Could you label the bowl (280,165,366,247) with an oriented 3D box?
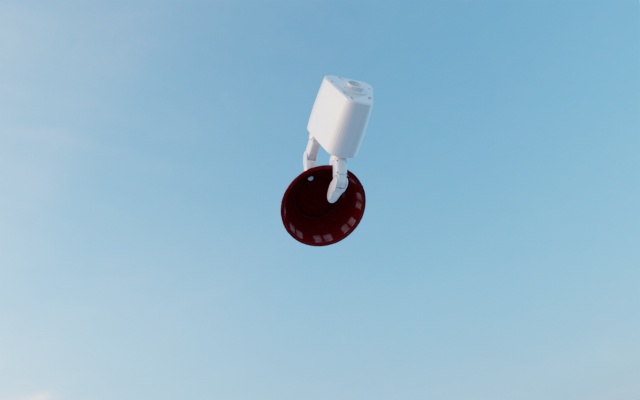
[{"bbox_3d":[-0.001,0.004,0.891,0.162,0.162,0.055,0,22,-17],"label":"bowl"}]
